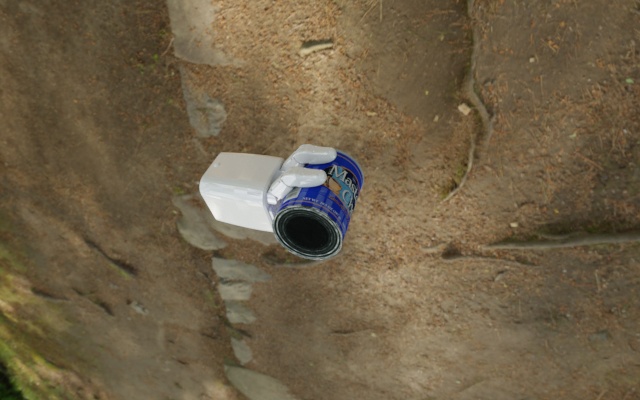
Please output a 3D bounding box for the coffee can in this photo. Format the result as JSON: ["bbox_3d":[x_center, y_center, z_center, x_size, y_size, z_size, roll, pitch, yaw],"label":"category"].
[{"bbox_3d":[0.000,0.002,0.708,0.103,0.103,0.140,0,39,21],"label":"coffee can"}]
